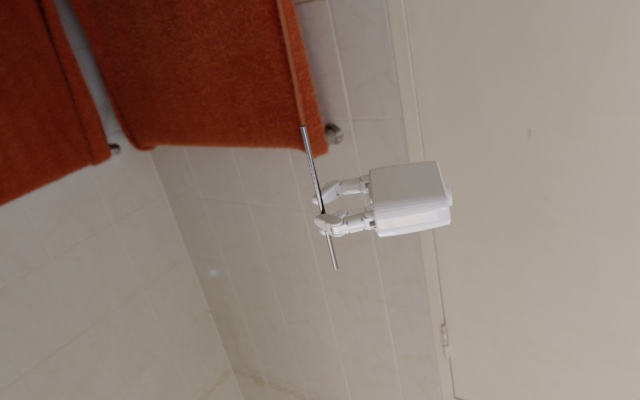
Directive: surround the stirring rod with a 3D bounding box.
[{"bbox_3d":[0.000,0.002,0.721,0.011,0.240,0.011,-11,24,5],"label":"stirring rod"}]
